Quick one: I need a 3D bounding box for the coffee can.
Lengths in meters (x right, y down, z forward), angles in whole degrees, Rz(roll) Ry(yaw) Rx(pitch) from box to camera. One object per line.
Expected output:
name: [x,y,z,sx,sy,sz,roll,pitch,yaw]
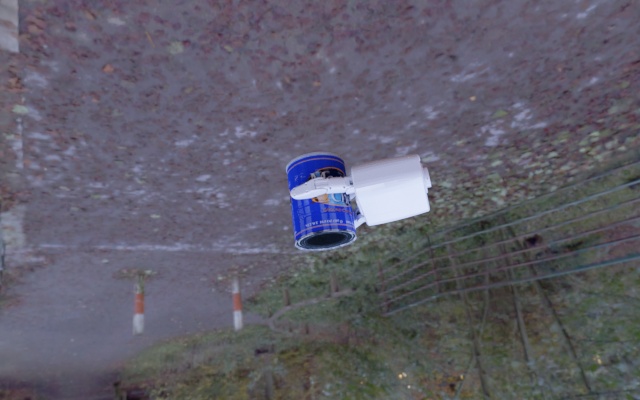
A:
coffee can: [0.000,0.003,0.803,0.103,0.140,0.103,-7,-22,-3]
